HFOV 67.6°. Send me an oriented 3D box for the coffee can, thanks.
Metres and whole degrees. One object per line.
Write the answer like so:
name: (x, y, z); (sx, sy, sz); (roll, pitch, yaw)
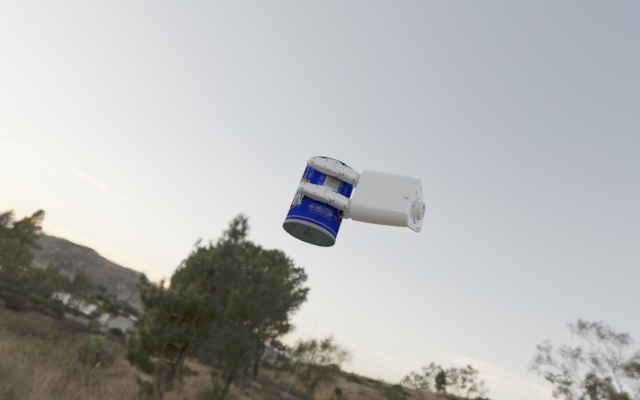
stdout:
coffee can: (0.000, 0.003, 0.896); (0.103, 0.140, 0.103); (17, -22, 7)
